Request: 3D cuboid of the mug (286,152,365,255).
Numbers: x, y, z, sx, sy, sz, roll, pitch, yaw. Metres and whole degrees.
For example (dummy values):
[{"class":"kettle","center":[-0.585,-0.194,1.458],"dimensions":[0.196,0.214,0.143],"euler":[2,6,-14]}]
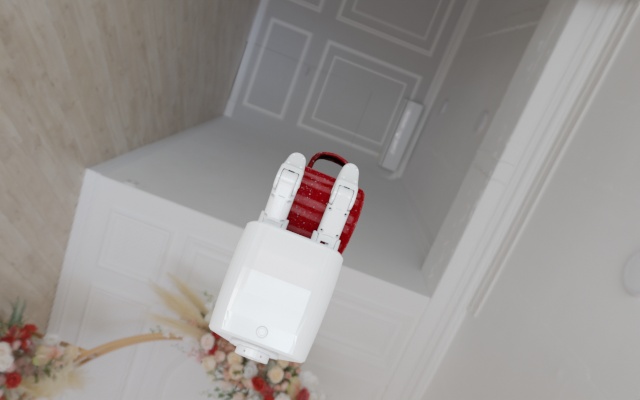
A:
[{"class":"mug","center":[0.001,0.001,0.521],"dimensions":[0.081,0.117,0.093],"euler":[22,-22,-3]}]
